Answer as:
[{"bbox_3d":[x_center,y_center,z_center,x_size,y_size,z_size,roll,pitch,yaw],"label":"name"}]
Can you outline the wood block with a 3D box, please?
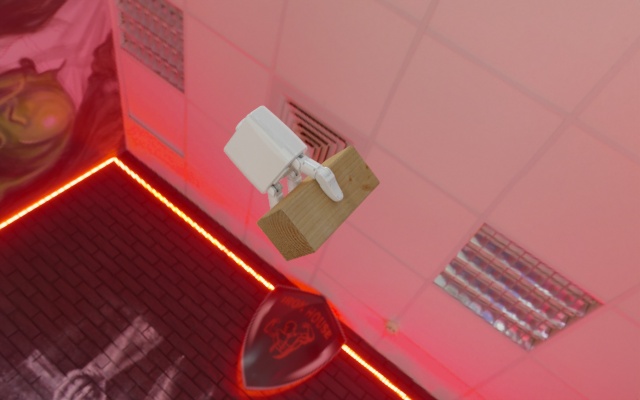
[{"bbox_3d":[0.000,0.002,0.836,0.206,0.090,0.091,-44,11,-37],"label":"wood block"}]
